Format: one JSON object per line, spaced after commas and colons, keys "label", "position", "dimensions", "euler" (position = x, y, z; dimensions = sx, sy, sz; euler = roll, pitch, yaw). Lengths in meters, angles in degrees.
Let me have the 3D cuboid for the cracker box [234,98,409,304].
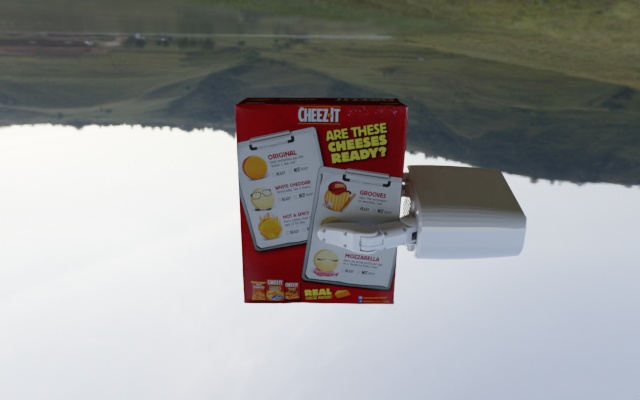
{"label": "cracker box", "position": [0.000, 0.002, 0.505], "dimensions": [0.164, 0.214, 0.072], "euler": [0, 19, 0]}
